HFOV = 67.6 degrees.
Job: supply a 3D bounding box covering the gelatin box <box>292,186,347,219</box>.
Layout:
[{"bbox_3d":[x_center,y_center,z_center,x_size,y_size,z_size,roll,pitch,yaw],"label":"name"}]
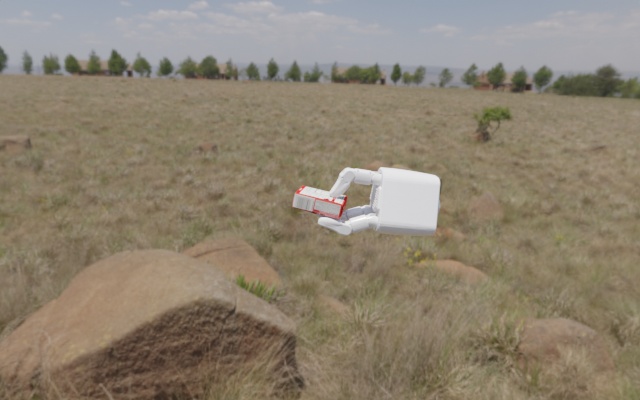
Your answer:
[{"bbox_3d":[0.000,0.002,0.854,0.089,0.030,0.073,14,14,5],"label":"gelatin box"}]
